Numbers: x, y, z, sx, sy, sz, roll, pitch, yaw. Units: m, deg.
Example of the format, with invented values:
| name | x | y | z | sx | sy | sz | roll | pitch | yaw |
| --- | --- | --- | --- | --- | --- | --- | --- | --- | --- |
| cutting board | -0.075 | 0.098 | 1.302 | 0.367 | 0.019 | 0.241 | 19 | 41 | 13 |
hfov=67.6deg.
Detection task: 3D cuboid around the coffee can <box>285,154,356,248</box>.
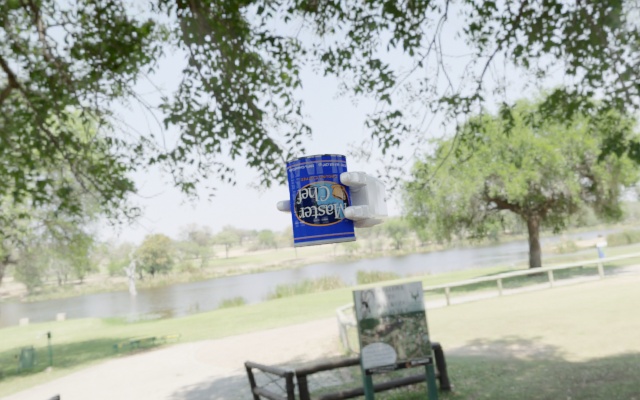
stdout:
| name | x | y | z | sx | sy | sz | roll | pitch | yaw |
| --- | --- | --- | --- | --- | --- | --- | --- | --- | --- |
| coffee can | 0.000 | 0.003 | 0.783 | 0.103 | 0.140 | 0.103 | -6 | -5 | -1 |
